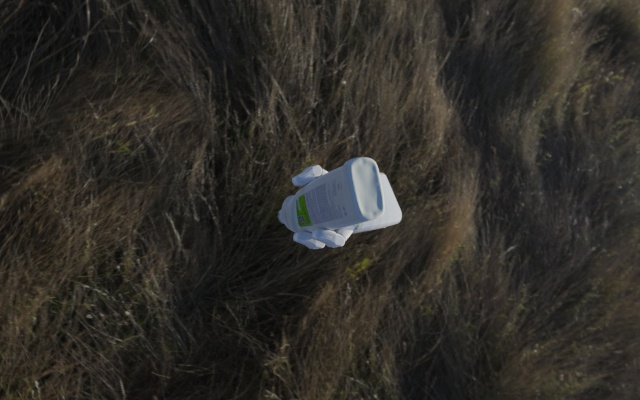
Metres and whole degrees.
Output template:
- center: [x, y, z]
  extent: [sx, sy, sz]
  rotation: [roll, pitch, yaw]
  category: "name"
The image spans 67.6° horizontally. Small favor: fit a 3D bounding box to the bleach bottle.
- center: [0.000, 0.003, 0.828]
  extent: [0.068, 0.102, 0.251]
  rotation: [-8, -4, -37]
  category: "bleach bottle"
